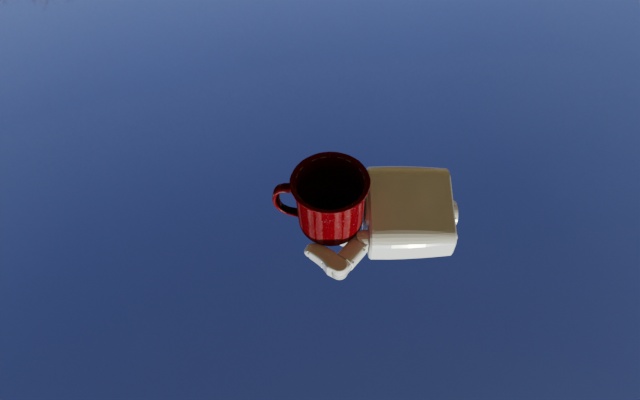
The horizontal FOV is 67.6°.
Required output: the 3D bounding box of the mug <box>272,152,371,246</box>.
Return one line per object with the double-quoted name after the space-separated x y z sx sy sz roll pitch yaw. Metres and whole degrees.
-0.001 0.002 0.579 0.117 0.093 0.082 0 -37 3 "mug"
